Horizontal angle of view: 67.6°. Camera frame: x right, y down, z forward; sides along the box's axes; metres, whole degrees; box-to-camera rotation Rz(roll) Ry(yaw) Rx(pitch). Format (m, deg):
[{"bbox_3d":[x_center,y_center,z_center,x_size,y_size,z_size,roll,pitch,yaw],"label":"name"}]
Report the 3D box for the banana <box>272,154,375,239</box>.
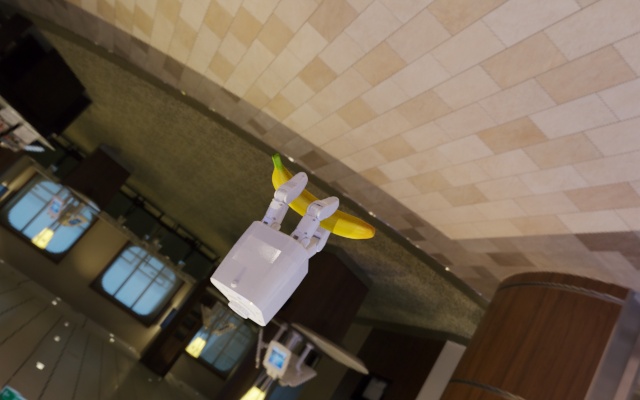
[{"bbox_3d":[-0.006,0.008,0.746,0.198,0.037,0.070,36,-27,7],"label":"banana"}]
